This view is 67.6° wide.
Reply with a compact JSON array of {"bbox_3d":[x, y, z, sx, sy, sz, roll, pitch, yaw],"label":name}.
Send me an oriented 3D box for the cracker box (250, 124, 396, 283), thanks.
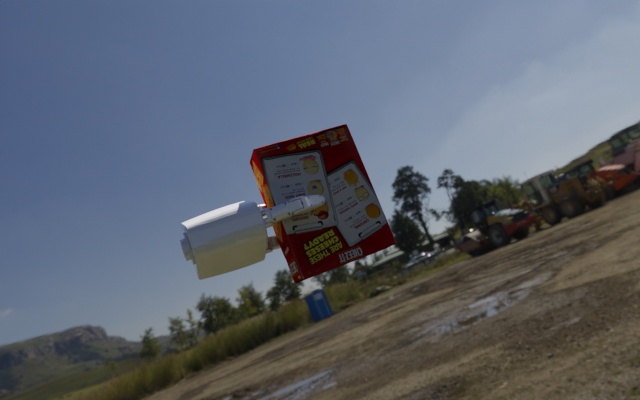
[{"bbox_3d":[0.000,0.002,0.763,0.164,0.213,0.072,-18,-10,-19],"label":"cracker box"}]
